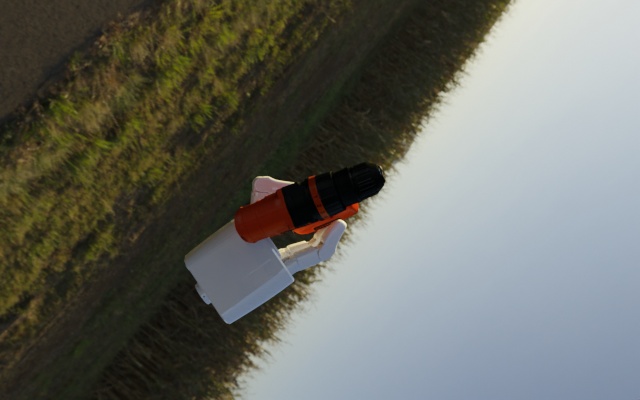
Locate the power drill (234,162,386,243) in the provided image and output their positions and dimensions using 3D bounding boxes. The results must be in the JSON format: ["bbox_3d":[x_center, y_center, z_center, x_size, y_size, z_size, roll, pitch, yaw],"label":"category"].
[{"bbox_3d":[0.000,0.002,0.618,0.184,0.057,0.187,-19,-7,10],"label":"power drill"}]
